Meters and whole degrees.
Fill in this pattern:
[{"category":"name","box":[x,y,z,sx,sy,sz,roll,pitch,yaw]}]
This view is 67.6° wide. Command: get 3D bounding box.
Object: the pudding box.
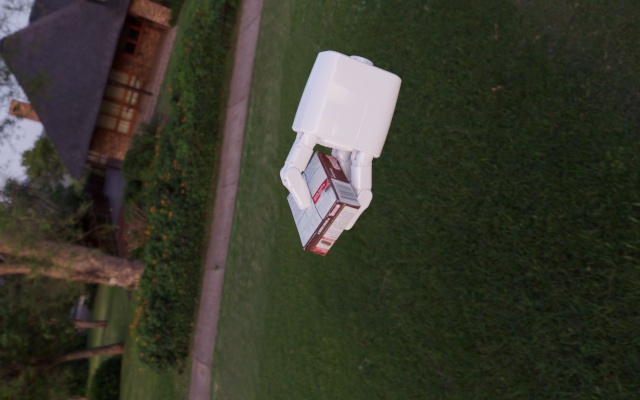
[{"category":"pudding box","box":[0.000,0.002,0.639,0.039,0.090,0.113,18,31,-28]}]
